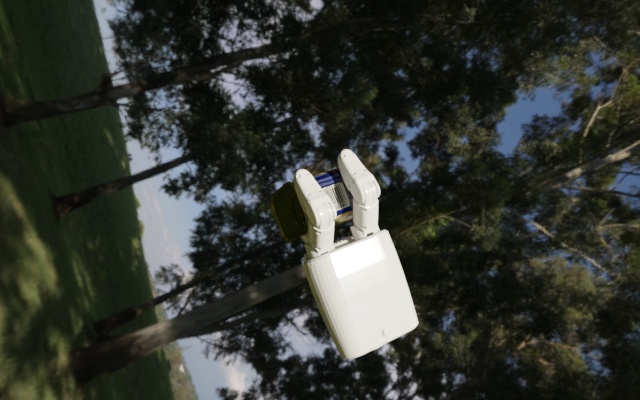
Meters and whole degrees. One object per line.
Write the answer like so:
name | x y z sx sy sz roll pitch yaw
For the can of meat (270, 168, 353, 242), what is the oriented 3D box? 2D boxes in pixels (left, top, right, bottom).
can of meat | 0.000 0.002 0.530 0.084 0.057 0.102 -19 -5 -22
